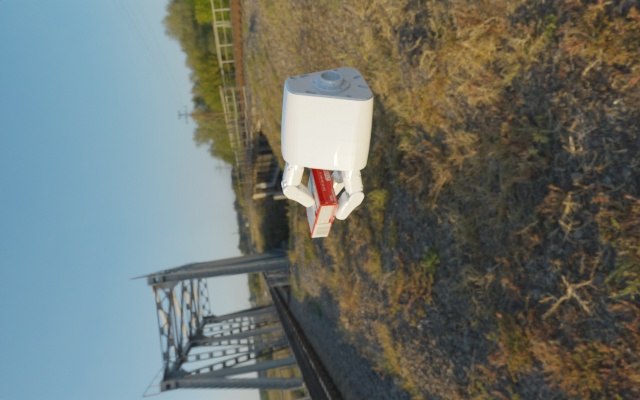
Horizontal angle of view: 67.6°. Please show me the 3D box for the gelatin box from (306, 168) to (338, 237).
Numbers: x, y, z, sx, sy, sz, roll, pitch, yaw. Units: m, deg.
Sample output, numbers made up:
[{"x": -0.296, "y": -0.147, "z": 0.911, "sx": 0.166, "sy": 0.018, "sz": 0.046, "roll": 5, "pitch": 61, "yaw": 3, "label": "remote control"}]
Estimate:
[{"x": 0.000, "y": 0.003, "z": 0.729, "sx": 0.030, "sy": 0.073, "sz": 0.089, "roll": -2, "pitch": -36, "yaw": -14, "label": "gelatin box"}]
